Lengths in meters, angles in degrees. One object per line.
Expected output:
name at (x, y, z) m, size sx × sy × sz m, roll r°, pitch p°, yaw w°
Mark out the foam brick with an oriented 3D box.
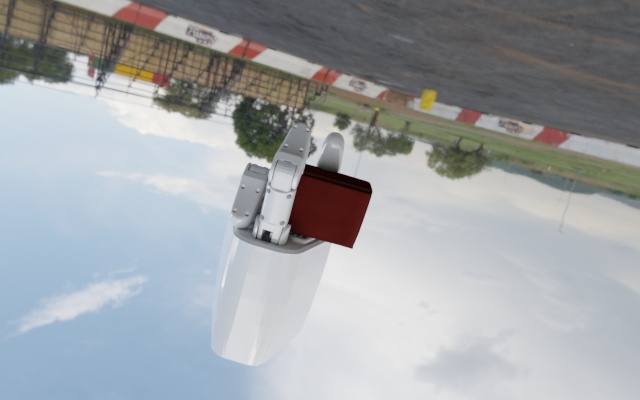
foam brick at (0.000, 0.001, 0.408) m, size 0.078 × 0.051 × 0.053 m, roll 16°, pitch 11°, yaw 3°
